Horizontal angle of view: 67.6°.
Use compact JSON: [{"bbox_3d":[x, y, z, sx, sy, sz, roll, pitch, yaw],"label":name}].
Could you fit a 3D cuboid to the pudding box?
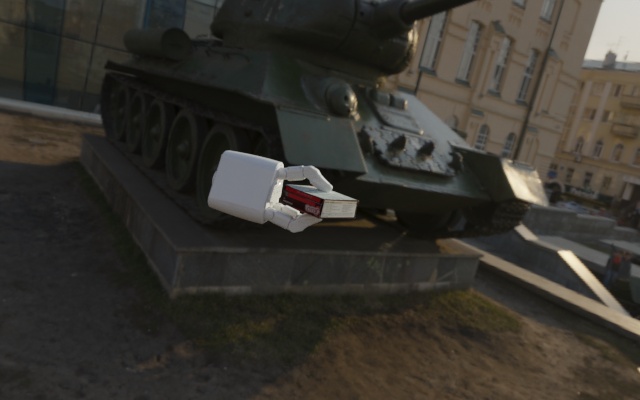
[{"bbox_3d":[0.000,0.003,0.839,0.090,0.039,0.113,22,13,35],"label":"pudding box"}]
